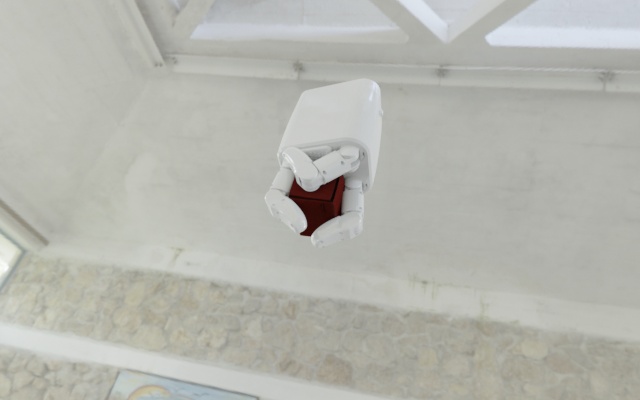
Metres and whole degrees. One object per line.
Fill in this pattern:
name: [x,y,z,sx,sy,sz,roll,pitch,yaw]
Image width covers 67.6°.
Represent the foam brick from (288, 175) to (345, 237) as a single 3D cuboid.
foam brick: [0.000,0.002,0.553,0.053,0.051,0.078,6,-35,13]
